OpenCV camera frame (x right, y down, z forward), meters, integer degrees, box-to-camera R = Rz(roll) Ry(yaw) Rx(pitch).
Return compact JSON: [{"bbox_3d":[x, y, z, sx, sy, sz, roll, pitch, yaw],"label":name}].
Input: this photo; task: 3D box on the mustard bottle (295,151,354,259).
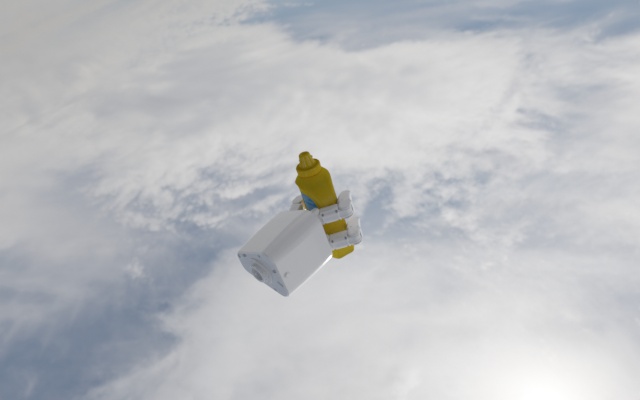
[{"bbox_3d":[0.000,0.003,0.807,0.058,0.192,0.096,-27,32,-10],"label":"mustard bottle"}]
